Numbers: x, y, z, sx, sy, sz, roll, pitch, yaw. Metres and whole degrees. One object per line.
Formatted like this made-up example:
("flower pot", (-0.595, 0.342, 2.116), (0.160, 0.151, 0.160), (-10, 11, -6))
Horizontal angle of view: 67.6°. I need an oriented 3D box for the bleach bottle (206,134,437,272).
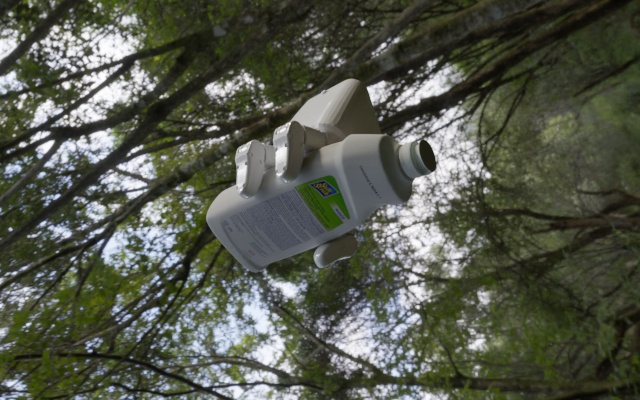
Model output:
("bleach bottle", (0.000, 0.002, 0.475), (0.251, 0.103, 0.068), (-19, 31, 37))
